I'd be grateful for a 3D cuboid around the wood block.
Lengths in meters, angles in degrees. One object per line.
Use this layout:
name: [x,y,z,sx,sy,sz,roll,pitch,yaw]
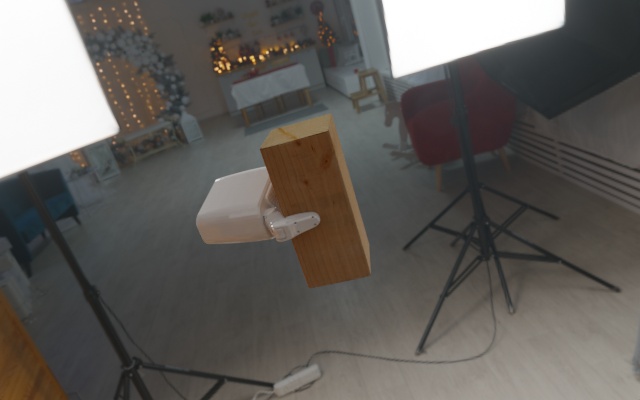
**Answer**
wood block: [0.000,0.002,0.645,0.090,0.206,0.090,-14,22,11]
